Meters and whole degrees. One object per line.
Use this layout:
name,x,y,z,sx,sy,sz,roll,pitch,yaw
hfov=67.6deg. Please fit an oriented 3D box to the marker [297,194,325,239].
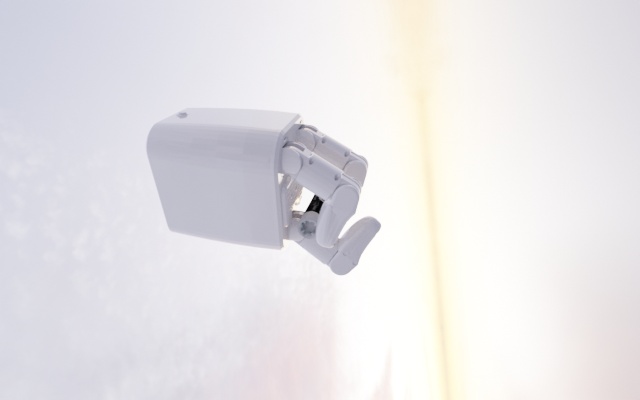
marker,0.000,0.001,0.437,0.020,0.020,0.121,0,21,10
